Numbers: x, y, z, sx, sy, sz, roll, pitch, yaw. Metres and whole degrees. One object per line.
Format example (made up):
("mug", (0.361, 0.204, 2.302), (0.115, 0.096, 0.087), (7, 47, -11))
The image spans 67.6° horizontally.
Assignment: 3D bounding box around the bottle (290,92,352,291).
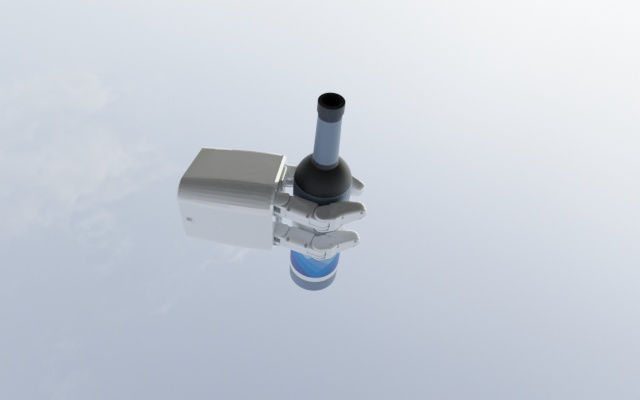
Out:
("bottle", (0.000, 0.002, 0.565), (0.069, 0.069, 0.296), (0, -41, -6))
